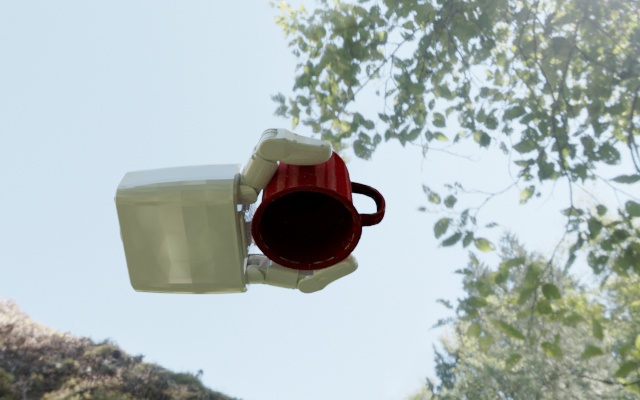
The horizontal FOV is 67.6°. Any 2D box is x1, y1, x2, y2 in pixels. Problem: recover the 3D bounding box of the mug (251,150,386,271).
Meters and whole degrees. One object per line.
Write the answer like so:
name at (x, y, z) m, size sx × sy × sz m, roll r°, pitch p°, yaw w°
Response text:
mug at (0.002, 0.001, 0.430) m, size 0.117 × 0.093 × 0.081 m, roll -1°, pitch 37°, yaw 0°
